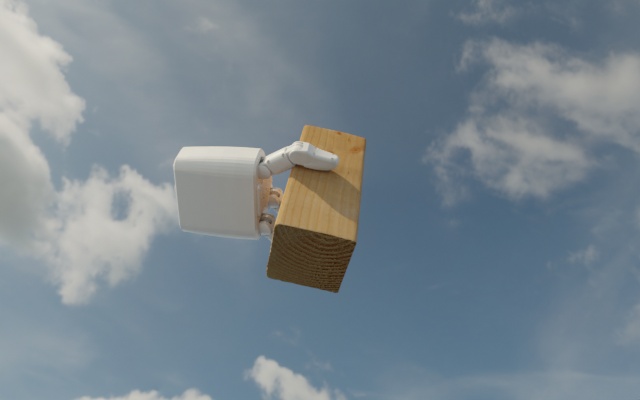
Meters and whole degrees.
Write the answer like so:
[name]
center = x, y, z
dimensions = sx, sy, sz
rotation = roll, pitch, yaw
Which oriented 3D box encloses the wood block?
[wood block]
center = 0.000, 0.002, 0.605
dimensions = 0.090, 0.091, 0.206
rotation = 13, 40, -2
